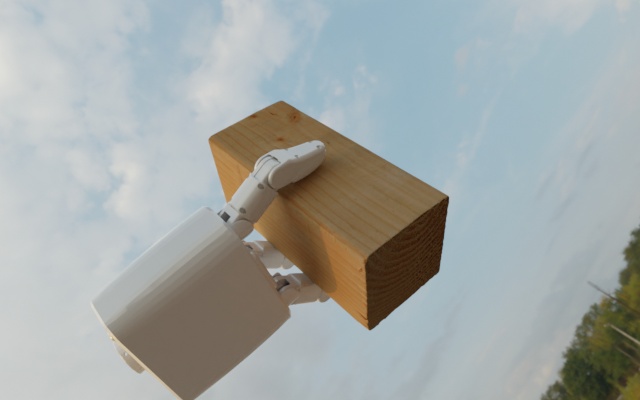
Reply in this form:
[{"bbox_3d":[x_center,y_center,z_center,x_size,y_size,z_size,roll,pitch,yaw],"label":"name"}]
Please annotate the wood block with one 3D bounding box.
[{"bbox_3d":[0.000,0.001,0.422,0.090,0.091,0.206,-33,49,-26],"label":"wood block"}]
